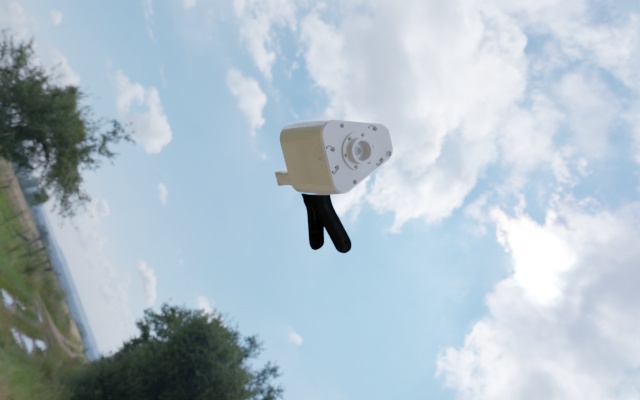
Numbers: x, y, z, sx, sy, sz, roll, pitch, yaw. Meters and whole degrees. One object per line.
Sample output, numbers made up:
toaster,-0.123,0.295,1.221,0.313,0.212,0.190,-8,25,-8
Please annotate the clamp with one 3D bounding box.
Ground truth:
clamp,0.001,0.002,0.714,0.039,0.171,0.120,-20,14,-28
